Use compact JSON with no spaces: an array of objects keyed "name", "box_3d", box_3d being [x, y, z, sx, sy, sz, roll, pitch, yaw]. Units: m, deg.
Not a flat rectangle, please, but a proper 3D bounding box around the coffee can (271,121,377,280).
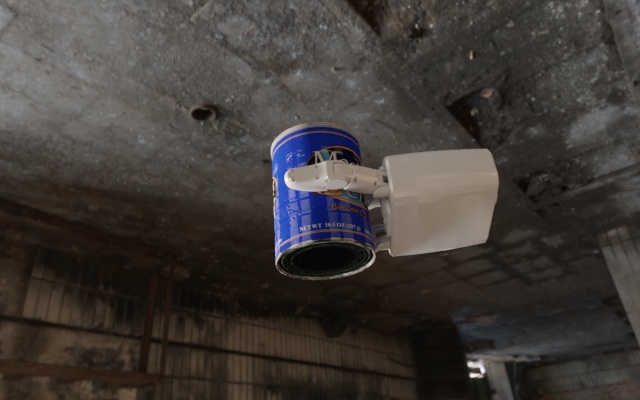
[{"name":"coffee can","box_3d":[0.000,0.002,0.515,0.103,0.140,0.103,-4,-29,-2]}]
